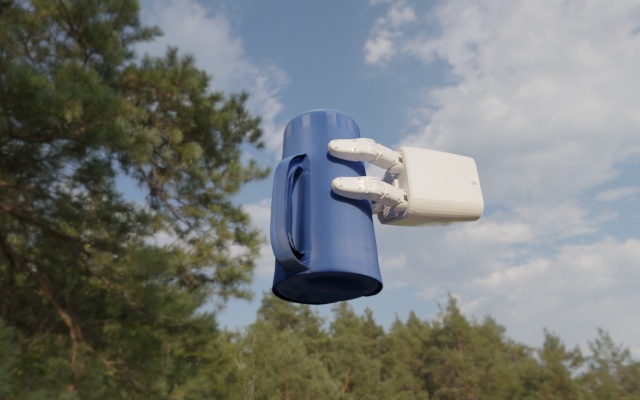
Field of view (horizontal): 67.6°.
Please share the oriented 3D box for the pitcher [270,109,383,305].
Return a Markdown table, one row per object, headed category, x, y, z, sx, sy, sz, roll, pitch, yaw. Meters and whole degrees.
| category | x | y | z | sx | sy | sz | roll | pitch | yaw |
| --- | --- | --- | --- | --- | --- | --- | --- | --- | --- |
| pitcher | 0.000 | 0.002 | 0.614 | 0.145 | 0.242 | 0.149 | 4 | -28 | -12 |
